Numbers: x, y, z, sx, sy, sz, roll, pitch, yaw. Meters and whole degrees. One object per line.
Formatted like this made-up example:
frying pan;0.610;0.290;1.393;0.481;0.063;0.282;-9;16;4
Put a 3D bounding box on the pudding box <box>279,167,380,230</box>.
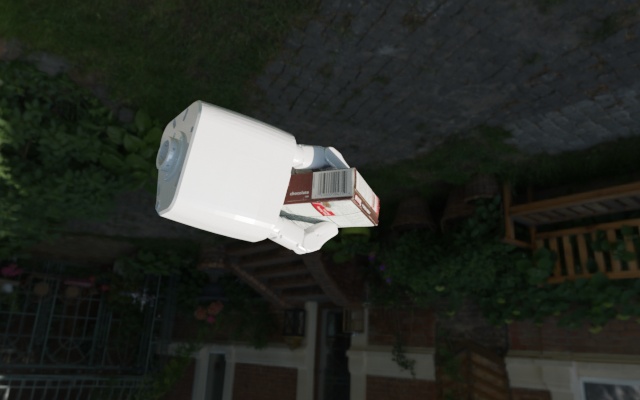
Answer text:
pudding box;0.000;0.002;0.538;0.113;0.039;0.090;-3;-21;23
